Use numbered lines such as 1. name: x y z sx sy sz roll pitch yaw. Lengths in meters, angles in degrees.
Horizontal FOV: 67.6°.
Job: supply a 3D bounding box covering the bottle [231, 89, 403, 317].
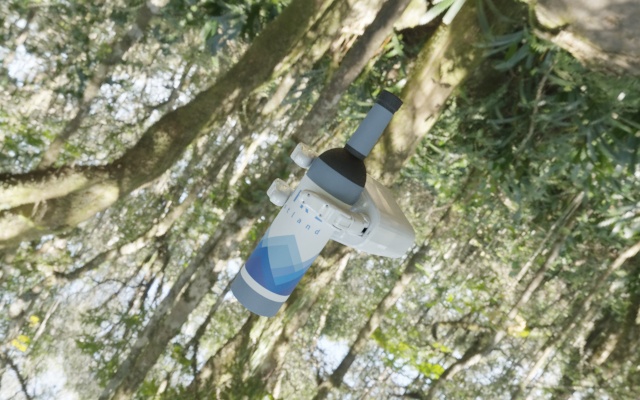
1. bottle: 0.000 0.002 0.561 0.069 0.296 0.069 33 10 -7
